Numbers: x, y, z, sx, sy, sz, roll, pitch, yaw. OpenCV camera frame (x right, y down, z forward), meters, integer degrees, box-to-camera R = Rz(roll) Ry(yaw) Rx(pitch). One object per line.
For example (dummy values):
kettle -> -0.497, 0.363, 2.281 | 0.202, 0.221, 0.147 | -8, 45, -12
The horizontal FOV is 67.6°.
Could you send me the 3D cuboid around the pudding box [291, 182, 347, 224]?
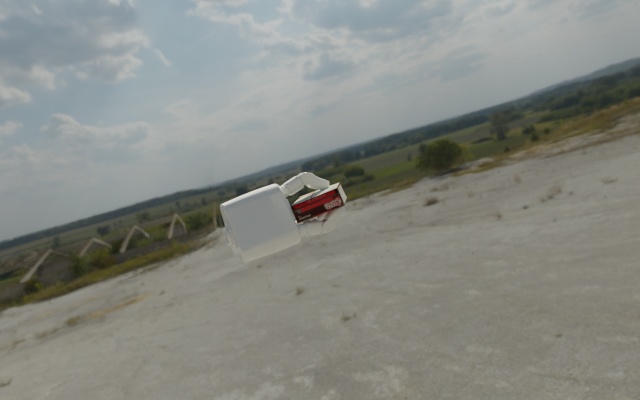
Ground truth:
pudding box -> 0.000, 0.003, 0.872 | 0.090, 0.039, 0.113 | -20, 7, 8
